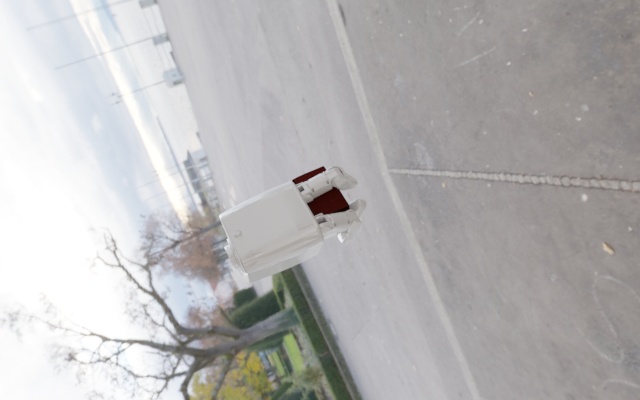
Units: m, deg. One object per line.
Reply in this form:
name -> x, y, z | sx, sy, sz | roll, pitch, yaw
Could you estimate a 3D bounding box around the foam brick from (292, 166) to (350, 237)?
foam brick -> 0.000, 0.002, 0.663 | 0.051, 0.078, 0.053 | -24, -30, -12
